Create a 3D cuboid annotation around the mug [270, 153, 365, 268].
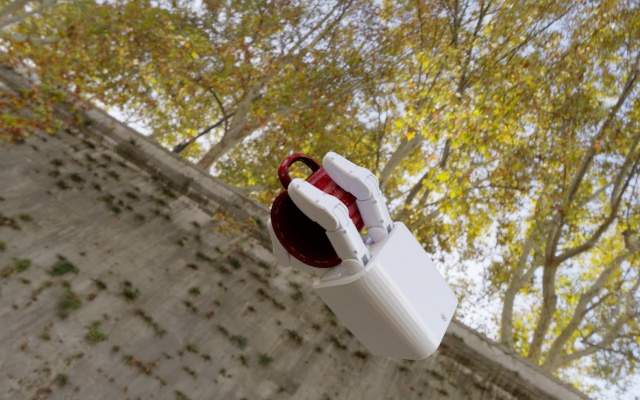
[{"bbox_3d":[-0.001,0.000,0.507,0.093,0.117,0.081,-32,8,43],"label":"mug"}]
